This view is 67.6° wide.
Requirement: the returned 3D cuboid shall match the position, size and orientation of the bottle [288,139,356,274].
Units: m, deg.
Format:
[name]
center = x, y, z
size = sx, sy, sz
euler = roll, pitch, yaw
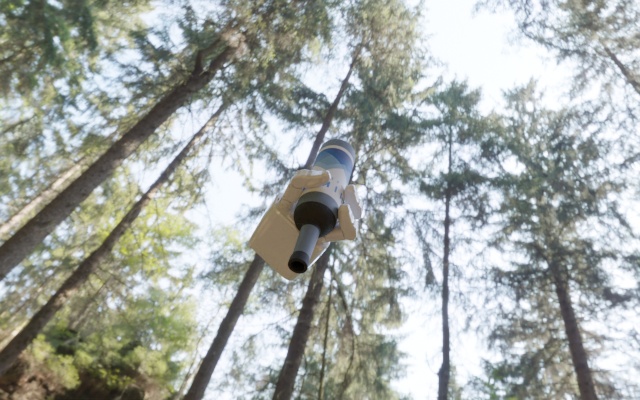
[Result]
[bottle]
center = 0.000, 0.002, 0.747
size = 0.069, 0.069, 0.295
euler = 0, 35, 15
